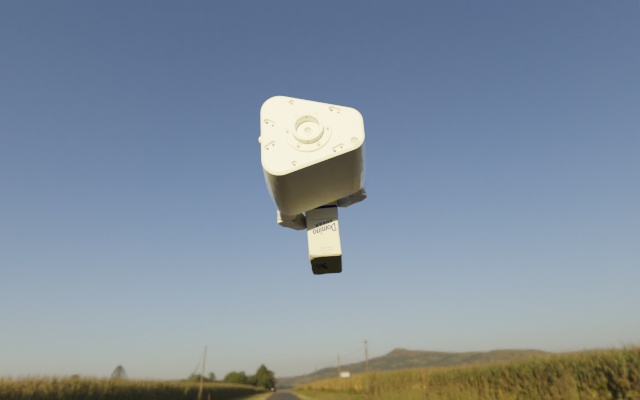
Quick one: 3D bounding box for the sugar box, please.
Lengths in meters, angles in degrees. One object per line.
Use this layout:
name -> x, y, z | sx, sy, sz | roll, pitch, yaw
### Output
sugar box -> 0.000, 0.002, 0.635 | 0.048, 0.176, 0.093 | -3, -23, 1
